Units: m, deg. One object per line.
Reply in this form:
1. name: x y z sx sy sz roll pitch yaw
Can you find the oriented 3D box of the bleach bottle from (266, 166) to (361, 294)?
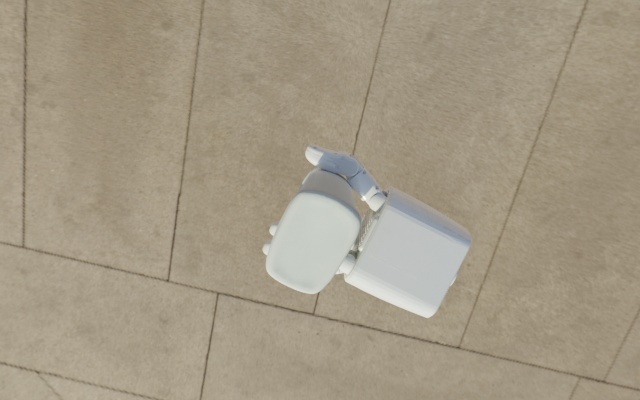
1. bleach bottle: 0.000 0.002 0.541 0.068 0.102 0.250 26 19 -4
